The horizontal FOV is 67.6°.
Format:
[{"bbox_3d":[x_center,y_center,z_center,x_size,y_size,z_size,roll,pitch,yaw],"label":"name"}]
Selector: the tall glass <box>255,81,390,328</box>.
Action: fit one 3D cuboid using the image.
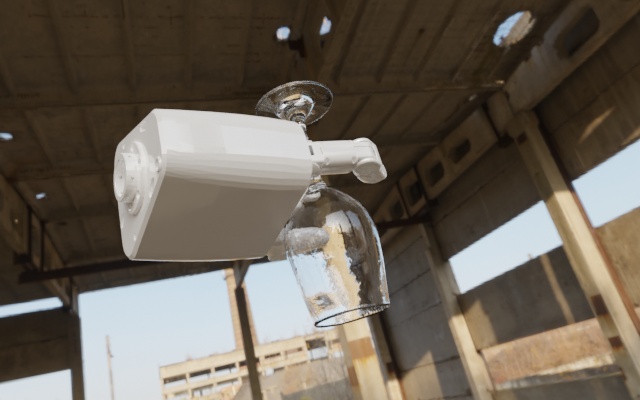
[{"bbox_3d":[0.000,0.001,0.408,0.079,0.201,0.079,-14,-21,-5],"label":"tall glass"}]
